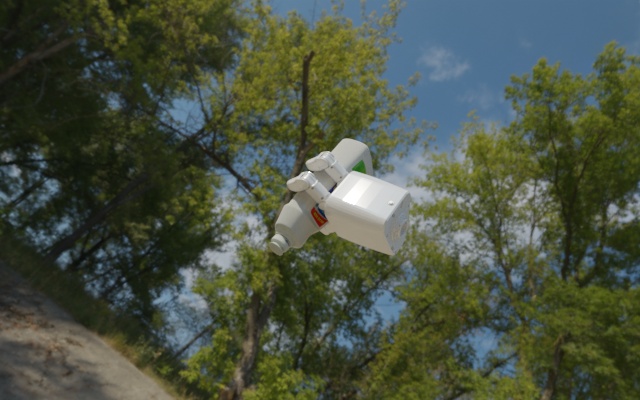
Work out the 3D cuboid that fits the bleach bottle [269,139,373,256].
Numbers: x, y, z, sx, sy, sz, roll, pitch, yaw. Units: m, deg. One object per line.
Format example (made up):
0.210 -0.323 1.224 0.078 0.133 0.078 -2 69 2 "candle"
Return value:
0.000 0.003 0.825 0.068 0.103 0.250 21 53 29 "bleach bottle"
